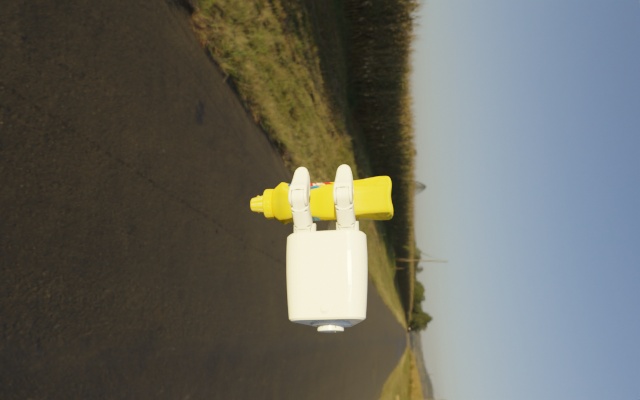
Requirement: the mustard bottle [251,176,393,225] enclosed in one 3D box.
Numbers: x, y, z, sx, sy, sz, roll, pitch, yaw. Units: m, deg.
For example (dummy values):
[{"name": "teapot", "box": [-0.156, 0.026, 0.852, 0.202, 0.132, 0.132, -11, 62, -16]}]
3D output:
[{"name": "mustard bottle", "box": [0.000, 0.002, 0.644, 0.191, 0.058, 0.096, -3, 3, 9]}]
